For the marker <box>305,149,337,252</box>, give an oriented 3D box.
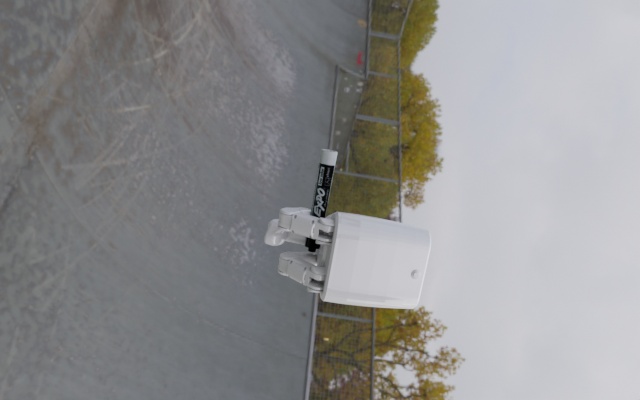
[{"bbox_3d":[0.000,0.002,0.551,0.020,0.121,0.020,10,11,-2],"label":"marker"}]
